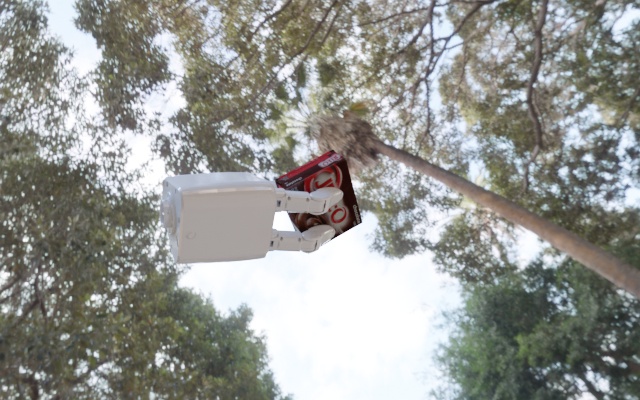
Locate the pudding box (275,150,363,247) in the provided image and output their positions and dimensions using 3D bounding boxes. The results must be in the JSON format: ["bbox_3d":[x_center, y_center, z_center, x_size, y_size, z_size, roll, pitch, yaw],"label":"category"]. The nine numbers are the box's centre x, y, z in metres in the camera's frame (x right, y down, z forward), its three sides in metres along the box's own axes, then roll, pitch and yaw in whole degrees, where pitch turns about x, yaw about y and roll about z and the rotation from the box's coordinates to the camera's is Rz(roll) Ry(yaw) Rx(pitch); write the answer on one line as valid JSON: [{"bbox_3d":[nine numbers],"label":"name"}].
[{"bbox_3d":[0.000,0.002,0.627,0.090,0.114,0.039,-28,40,-14],"label":"pudding box"}]
